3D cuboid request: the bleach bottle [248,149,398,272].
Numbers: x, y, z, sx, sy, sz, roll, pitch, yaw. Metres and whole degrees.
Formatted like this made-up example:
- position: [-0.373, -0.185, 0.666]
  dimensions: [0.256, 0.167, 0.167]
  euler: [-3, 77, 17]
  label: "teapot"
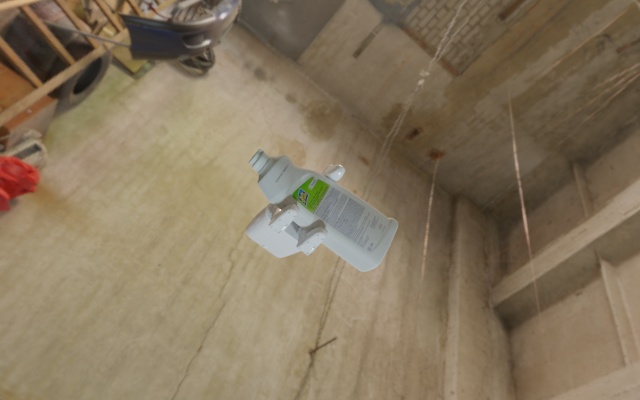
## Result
- position: [0.000, 0.003, 0.747]
  dimensions: [0.251, 0.102, 0.068]
  euler: [38, -32, -13]
  label: "bleach bottle"
